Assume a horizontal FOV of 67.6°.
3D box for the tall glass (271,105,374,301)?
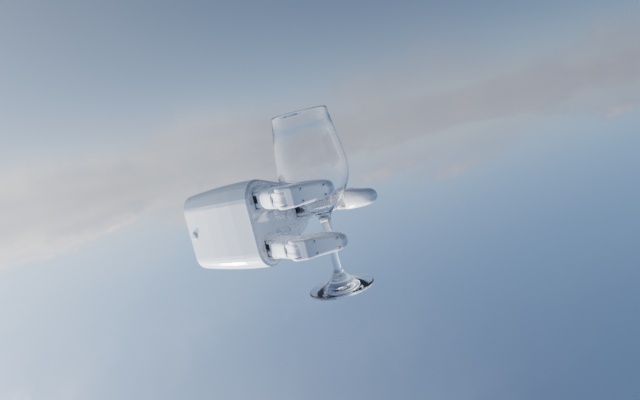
[{"bbox_3d":[0.000,0.002,0.525,0.079,0.201,0.079,-13,7,2],"label":"tall glass"}]
